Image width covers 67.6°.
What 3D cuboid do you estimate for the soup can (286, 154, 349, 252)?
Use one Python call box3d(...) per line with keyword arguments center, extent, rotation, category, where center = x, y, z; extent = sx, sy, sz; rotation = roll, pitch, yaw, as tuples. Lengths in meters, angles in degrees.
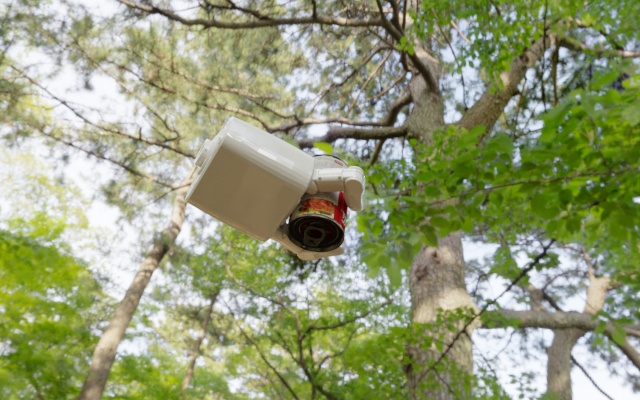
box3d(center=(0.001, 0.002, 0.577), extent=(0.068, 0.102, 0.069), rotation=(5, -42, 5), category="soup can")
